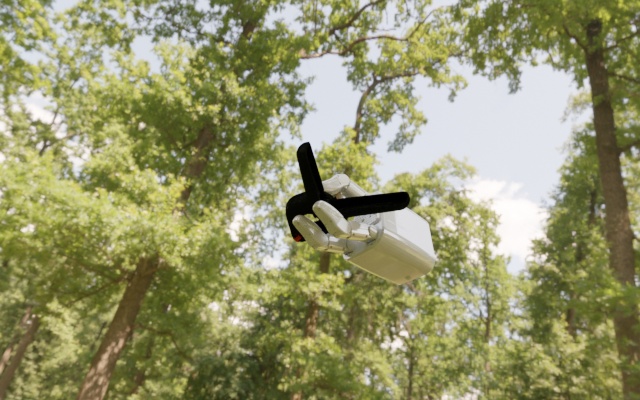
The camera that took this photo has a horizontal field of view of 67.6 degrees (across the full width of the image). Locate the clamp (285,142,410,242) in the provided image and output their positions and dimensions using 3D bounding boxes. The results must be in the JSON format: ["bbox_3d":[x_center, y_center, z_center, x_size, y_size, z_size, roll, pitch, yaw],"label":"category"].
[{"bbox_3d":[0.000,0.002,0.680,0.164,0.036,0.210,31,-37,-19],"label":"clamp"}]
